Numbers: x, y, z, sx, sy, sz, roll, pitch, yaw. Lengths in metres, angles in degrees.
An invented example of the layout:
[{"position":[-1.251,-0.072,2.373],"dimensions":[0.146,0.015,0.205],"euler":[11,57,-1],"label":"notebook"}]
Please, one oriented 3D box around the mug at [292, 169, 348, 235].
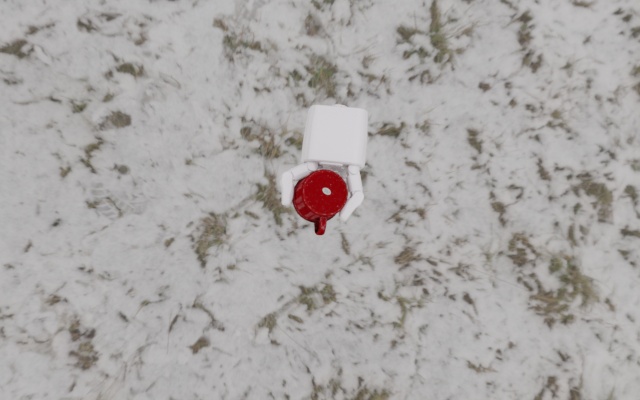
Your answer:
[{"position":[0.000,0.004,0.838],"dimensions":[0.093,0.117,0.081],"euler":[5,-7,-10],"label":"mug"}]
